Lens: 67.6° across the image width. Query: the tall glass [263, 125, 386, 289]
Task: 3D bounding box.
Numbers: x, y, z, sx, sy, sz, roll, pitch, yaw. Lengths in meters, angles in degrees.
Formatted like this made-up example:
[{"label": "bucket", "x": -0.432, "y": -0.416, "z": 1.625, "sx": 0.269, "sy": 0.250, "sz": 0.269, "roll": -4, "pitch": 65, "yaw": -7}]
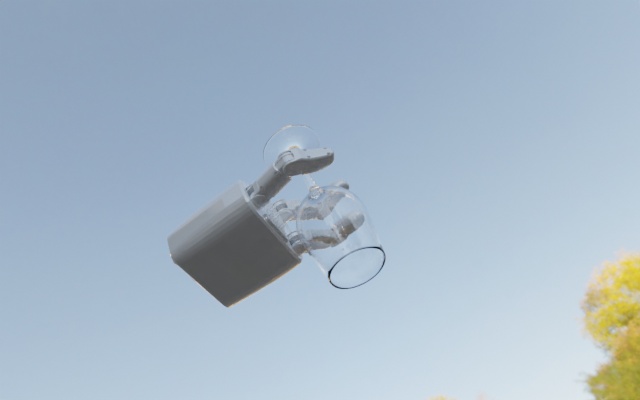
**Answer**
[{"label": "tall glass", "x": 0.000, "y": 0.001, "z": 0.530, "sx": 0.079, "sy": 0.079, "sz": 0.201, "roll": 0, "pitch": 40, "yaw": -29}]
